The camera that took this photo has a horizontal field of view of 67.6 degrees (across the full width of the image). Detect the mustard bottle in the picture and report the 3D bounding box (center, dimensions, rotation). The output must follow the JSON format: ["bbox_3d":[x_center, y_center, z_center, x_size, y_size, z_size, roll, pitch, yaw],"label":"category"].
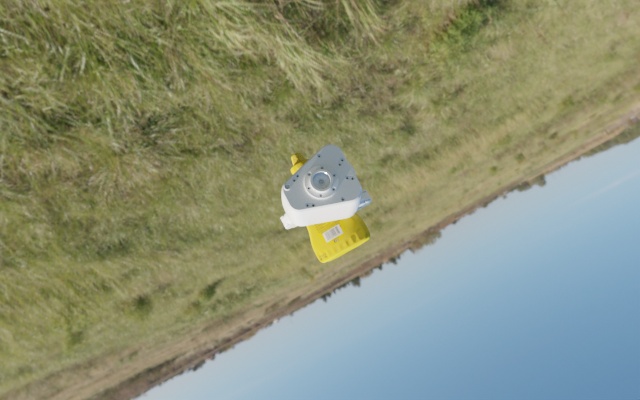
[{"bbox_3d":[0.000,0.003,0.820,0.096,0.191,0.058,-32,-11,17],"label":"mustard bottle"}]
